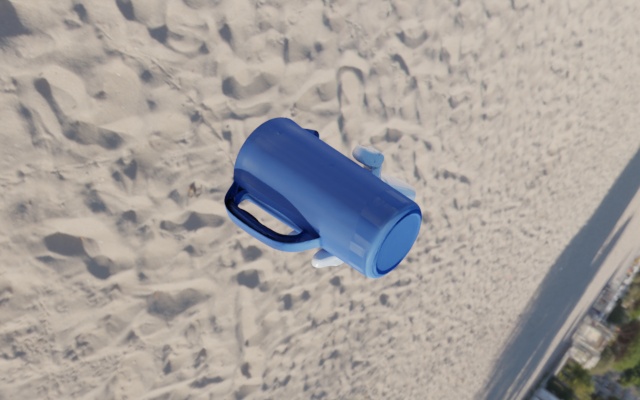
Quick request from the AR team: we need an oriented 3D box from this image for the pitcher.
[{"bbox_3d":[0.000,0.002,0.629,0.242,0.149,0.145,34,14,31],"label":"pitcher"}]
